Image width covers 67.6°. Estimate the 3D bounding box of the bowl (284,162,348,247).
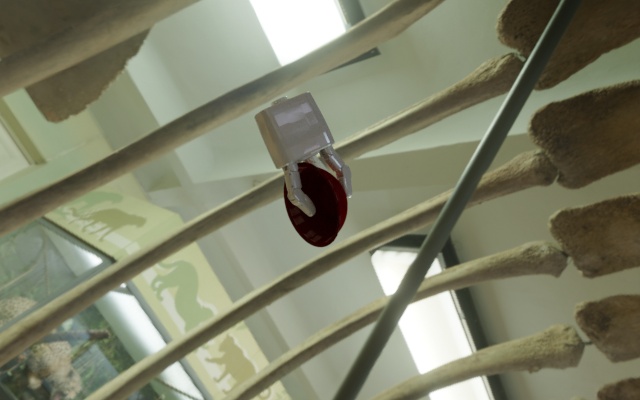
[{"bbox_3d":[0.001,0.004,0.889,0.055,0.162,0.162,-18,11,-37],"label":"bowl"}]
